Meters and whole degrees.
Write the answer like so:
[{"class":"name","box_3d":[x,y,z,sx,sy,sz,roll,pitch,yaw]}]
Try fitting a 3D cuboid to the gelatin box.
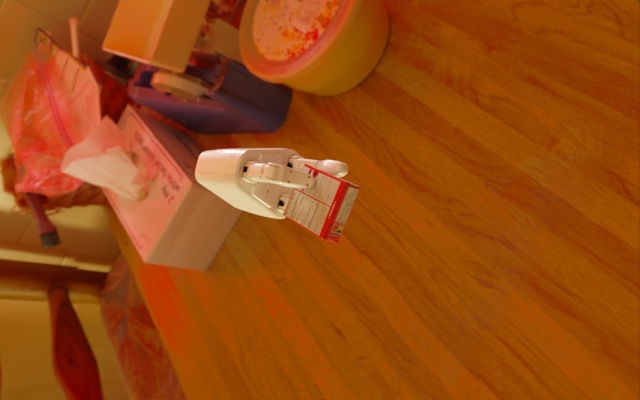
[{"class":"gelatin box","box_3d":[0.000,0.002,0.587,0.030,0.073,0.089,18,6,-41]}]
